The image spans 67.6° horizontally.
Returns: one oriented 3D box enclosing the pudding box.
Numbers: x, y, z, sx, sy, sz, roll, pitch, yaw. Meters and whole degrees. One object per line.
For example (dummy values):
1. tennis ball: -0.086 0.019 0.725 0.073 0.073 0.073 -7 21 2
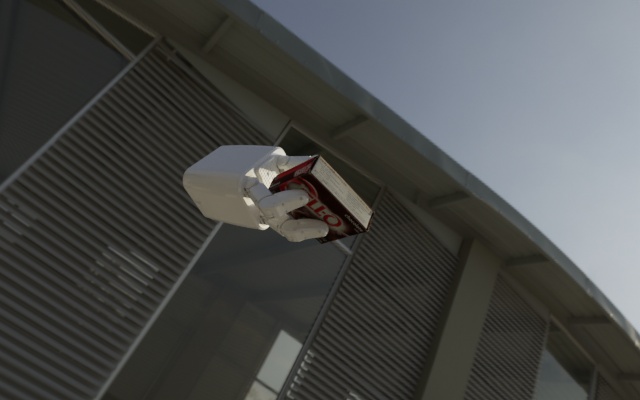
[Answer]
1. pudding box: 0.000 0.002 0.612 0.113 0.039 0.090 43 -37 -23
